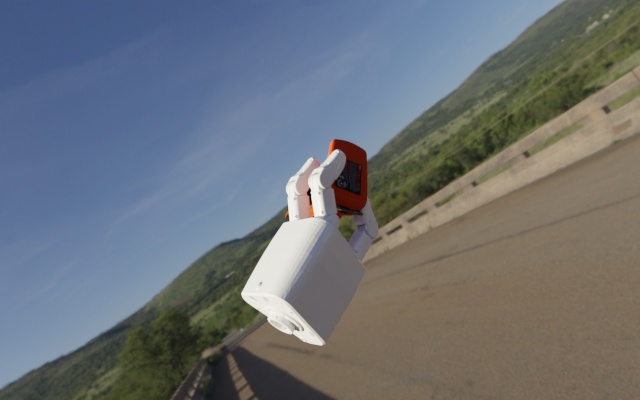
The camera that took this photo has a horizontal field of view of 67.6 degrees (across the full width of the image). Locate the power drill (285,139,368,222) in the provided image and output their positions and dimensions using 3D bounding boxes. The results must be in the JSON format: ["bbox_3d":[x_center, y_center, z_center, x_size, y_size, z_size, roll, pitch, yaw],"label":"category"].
[{"bbox_3d":[0.000,0.002,0.671,0.057,0.184,0.188,16,-40,-16],"label":"power drill"}]
